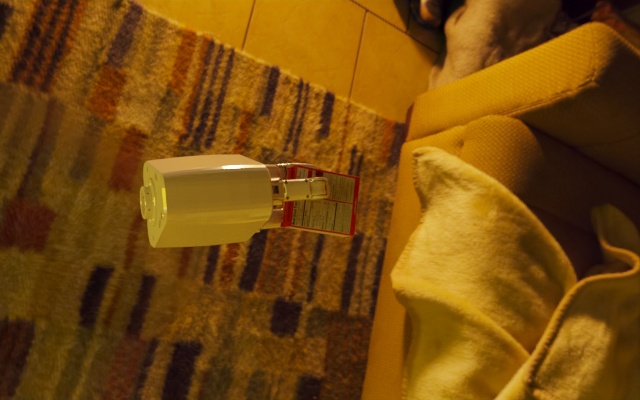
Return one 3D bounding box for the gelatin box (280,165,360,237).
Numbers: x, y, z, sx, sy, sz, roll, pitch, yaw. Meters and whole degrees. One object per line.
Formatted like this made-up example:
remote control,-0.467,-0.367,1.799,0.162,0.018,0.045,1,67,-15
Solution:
gelatin box,0.001,0.002,0.570,0.089,0.073,0.030,10,-9,-23
